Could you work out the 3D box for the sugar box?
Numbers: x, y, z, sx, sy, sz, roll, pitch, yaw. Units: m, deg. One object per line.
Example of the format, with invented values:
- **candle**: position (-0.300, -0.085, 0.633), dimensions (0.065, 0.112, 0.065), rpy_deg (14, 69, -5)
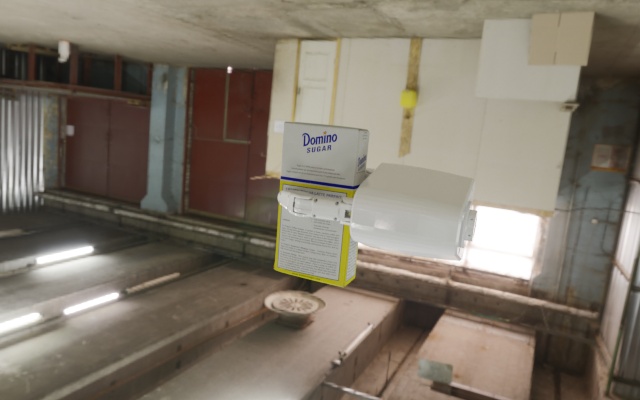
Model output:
- **sugar box**: position (0.000, 0.002, 0.548), dimensions (0.093, 0.176, 0.048), rpy_deg (10, 9, 21)
